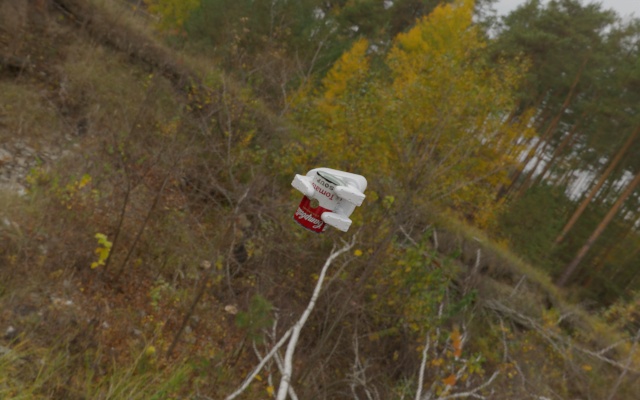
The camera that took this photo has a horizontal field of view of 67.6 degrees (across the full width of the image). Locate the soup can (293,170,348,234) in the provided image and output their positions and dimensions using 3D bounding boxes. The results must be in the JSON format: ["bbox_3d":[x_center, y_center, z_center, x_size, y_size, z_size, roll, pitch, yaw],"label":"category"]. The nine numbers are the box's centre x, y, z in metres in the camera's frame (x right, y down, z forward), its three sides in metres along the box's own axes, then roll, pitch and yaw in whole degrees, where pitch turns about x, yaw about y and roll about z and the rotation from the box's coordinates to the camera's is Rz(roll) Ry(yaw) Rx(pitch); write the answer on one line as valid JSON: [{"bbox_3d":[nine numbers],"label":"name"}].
[{"bbox_3d":[0.000,0.003,0.896,0.068,0.102,0.068,27,13,-7],"label":"soup can"}]
